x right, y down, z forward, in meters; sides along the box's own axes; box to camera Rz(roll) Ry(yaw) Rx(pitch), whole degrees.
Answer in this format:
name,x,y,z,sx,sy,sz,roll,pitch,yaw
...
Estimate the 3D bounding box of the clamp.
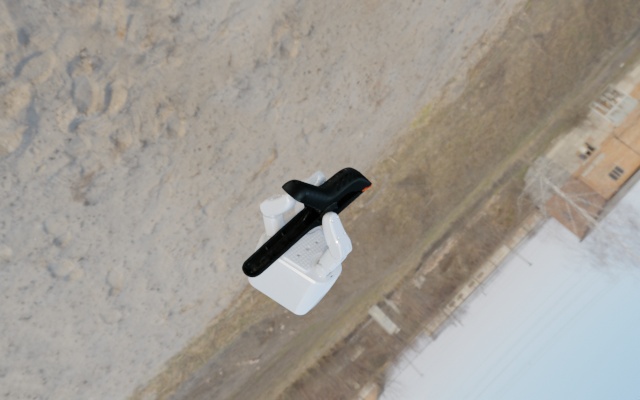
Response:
name,x,y,z,sx,sy,sz,roll,pitch,yaw
clamp,0.001,0.002,0.595,0.210,0.036,0.165,-32,-19,-38
